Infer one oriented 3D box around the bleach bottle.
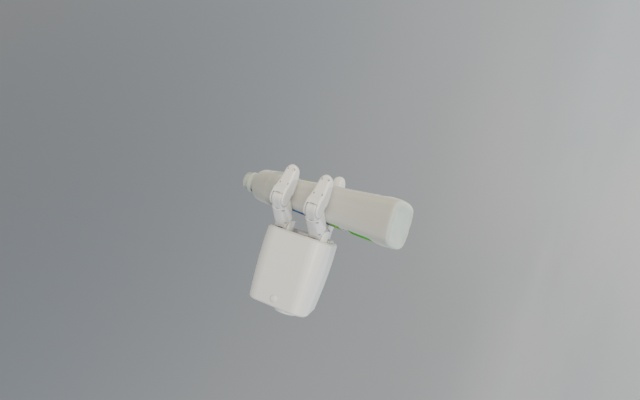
[{"bbox_3d":[0.000,0.002,0.695,0.251,0.068,0.102,16,-3,26],"label":"bleach bottle"}]
